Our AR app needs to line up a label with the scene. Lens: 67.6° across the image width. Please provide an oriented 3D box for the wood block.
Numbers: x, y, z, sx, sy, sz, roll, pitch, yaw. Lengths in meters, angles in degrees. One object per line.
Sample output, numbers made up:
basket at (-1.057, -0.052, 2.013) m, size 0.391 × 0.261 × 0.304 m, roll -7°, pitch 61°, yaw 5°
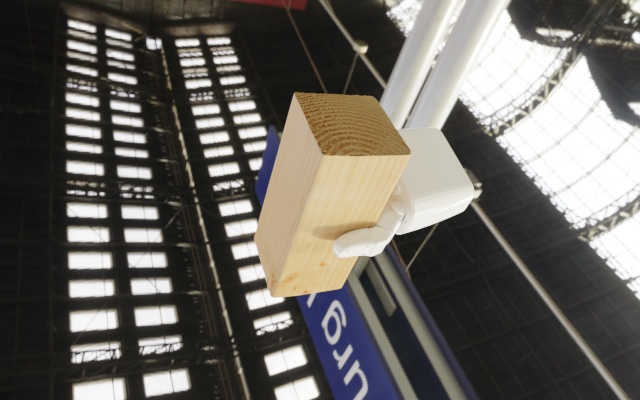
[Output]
wood block at (0.001, 0.002, 0.495) m, size 0.090 × 0.090 × 0.206 m, roll -3°, pitch -43°, yaw -24°
